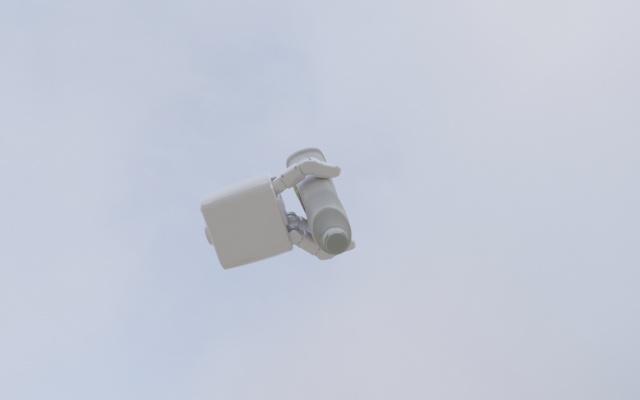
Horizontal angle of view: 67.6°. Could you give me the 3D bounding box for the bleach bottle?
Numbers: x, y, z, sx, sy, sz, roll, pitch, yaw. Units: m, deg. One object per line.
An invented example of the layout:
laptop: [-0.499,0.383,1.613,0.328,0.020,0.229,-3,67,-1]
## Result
bleach bottle: [0.000,0.002,0.700,0.068,0.103,0.250,-20,22,-1]
